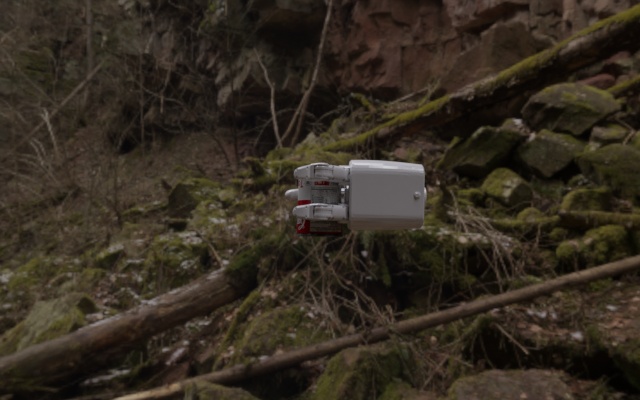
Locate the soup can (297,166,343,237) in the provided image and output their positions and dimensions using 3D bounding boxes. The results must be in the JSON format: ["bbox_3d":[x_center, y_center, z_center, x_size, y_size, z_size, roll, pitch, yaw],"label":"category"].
[{"bbox_3d":[0.000,0.002,0.705,0.068,0.102,0.068,2,-3,0],"label":"soup can"}]
